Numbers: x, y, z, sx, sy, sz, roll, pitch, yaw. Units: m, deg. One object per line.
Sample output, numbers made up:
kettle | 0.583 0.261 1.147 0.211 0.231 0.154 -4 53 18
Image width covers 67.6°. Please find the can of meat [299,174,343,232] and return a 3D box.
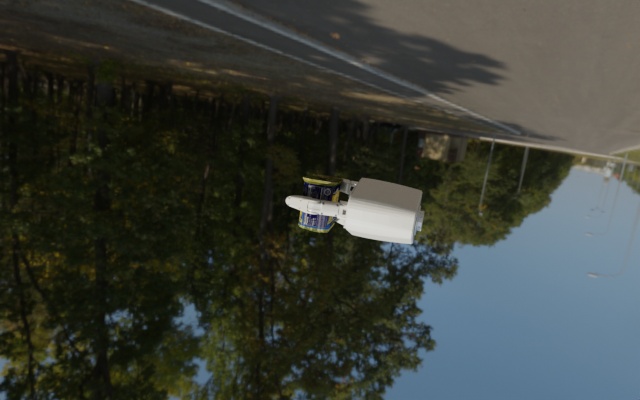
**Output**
can of meat | 0.000 0.003 0.807 0.057 0.084 0.102 10 9 9
